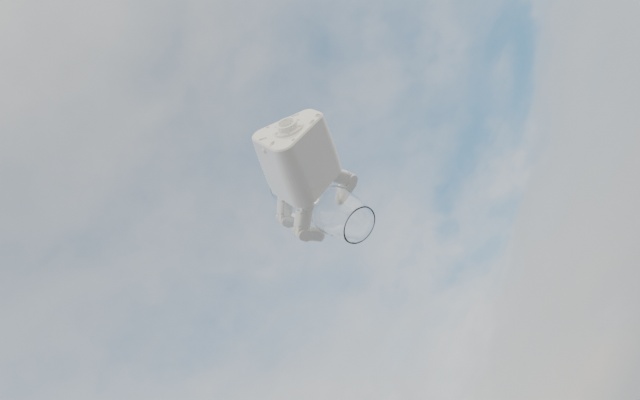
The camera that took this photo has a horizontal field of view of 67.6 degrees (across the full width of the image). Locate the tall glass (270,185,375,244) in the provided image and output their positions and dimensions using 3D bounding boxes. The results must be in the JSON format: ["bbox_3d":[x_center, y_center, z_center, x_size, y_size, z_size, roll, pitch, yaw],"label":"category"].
[{"bbox_3d":[0.000,0.002,0.785,0.079,0.079,0.201,0,21,-39],"label":"tall glass"}]
